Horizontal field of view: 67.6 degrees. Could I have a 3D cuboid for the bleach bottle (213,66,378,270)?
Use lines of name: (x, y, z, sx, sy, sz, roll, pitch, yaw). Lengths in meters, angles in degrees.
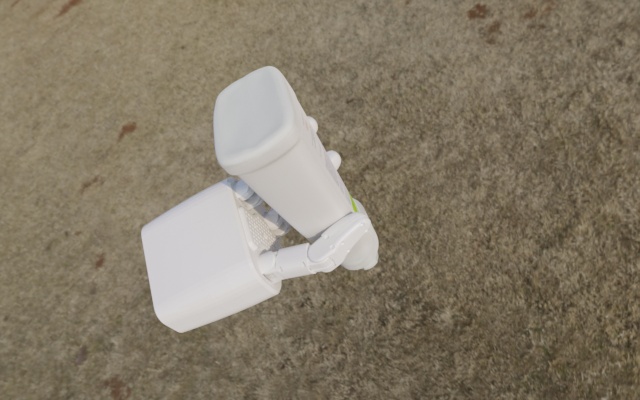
bleach bottle: (0.000, 0.001, 0.443, 0.068, 0.102, 0.251, -26, -44, 11)
